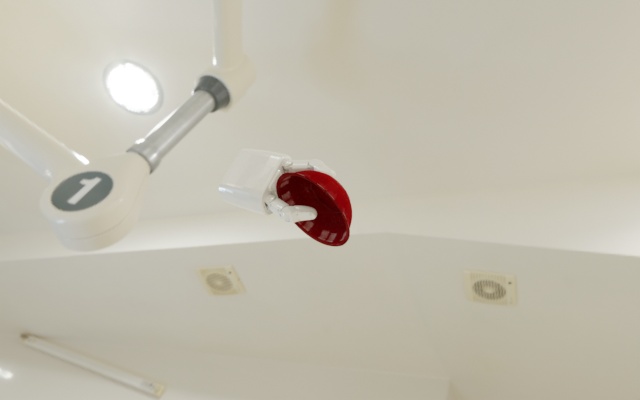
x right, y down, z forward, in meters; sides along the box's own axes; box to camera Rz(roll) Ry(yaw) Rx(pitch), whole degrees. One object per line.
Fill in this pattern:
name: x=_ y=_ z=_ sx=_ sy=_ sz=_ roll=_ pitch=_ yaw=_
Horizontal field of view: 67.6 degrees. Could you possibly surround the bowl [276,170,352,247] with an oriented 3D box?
bowl: x=0.001 y=0.003 z=0.835 sx=0.162 sy=0.162 sz=0.055 roll=0 pitch=37 yaw=51
